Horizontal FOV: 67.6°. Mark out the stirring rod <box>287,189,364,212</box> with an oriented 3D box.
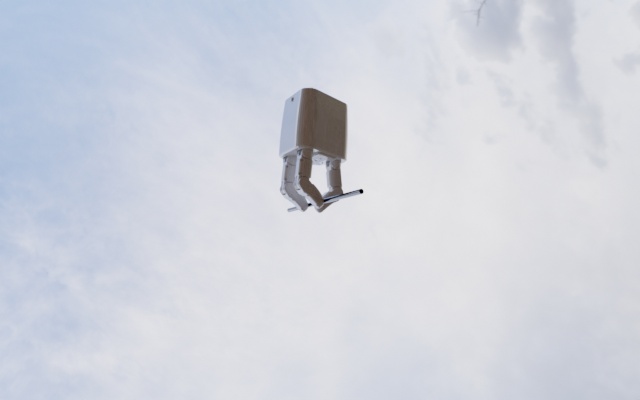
[{"bbox_3d":[0.000,0.003,0.793,0.011,0.011,0.239,0,-8,-30],"label":"stirring rod"}]
